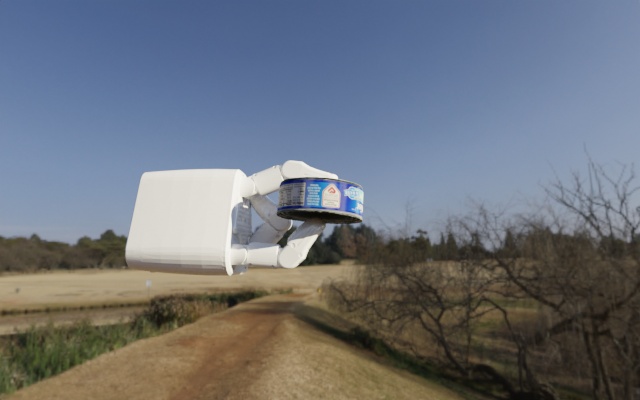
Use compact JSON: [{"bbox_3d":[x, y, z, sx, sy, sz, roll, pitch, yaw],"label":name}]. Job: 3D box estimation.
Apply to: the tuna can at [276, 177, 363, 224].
[{"bbox_3d":[0.000,0.001,0.476,0.086,0.033,0.086,4,-9,1],"label":"tuna can"}]
